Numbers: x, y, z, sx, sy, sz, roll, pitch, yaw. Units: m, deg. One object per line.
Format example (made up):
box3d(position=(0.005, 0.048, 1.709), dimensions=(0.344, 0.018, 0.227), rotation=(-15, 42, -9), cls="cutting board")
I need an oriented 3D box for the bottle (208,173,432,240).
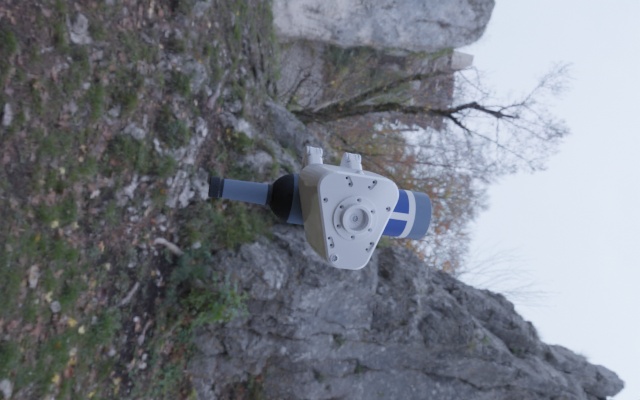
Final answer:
box3d(position=(0.000, 0.002, 0.642), dimensions=(0.296, 0.069, 0.069), rotation=(8, -2, -13), cls="bottle")
